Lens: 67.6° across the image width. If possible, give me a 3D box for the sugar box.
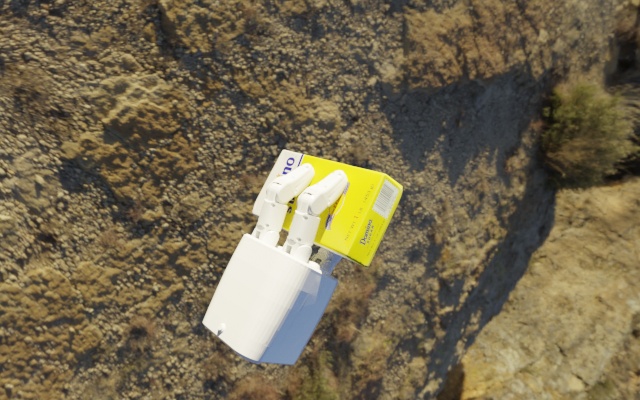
[{"bbox_3d":[0.000,0.002,0.540,0.176,0.093,0.048,18,-11,45],"label":"sugar box"}]
